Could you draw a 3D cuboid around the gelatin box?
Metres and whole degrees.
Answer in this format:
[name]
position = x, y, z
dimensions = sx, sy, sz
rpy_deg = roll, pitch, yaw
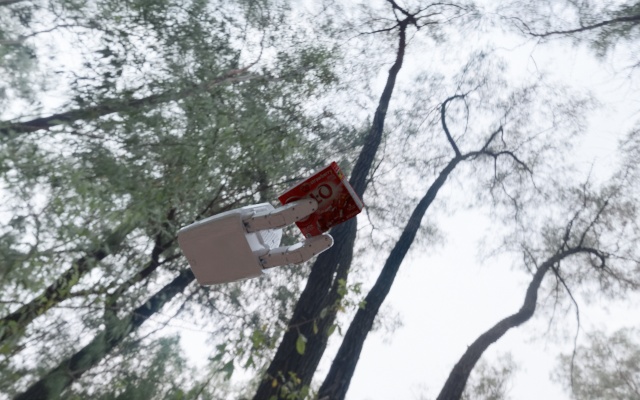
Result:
[gelatin box]
position = 0.000, 0.002, 0.624
dimensions = 0.089, 0.073, 0.030
rpy_deg = -30, 10, 22
